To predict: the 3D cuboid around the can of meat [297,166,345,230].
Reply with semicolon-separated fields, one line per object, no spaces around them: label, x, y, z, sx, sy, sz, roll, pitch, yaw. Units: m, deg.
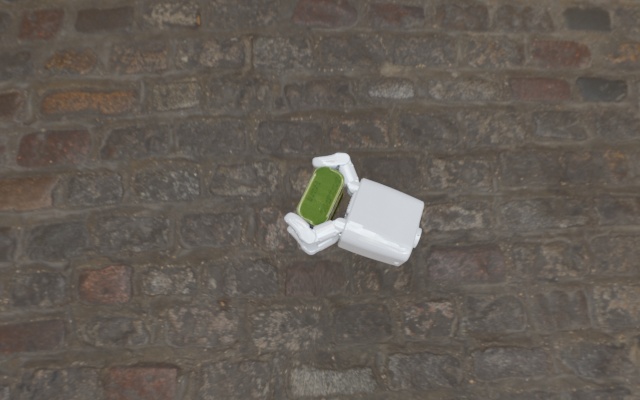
can of meat;0.000;0.002;0.773;0.057;0.102;0.084;23;-14;5
